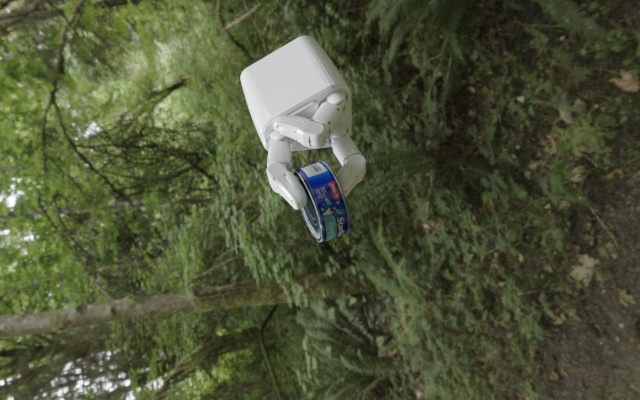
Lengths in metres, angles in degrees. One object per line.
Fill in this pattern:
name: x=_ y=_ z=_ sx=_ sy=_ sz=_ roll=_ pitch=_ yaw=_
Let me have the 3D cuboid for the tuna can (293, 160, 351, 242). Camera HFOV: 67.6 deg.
tuna can: x=0.000 y=0.002 z=0.523 sx=0.034 sy=0.086 sz=0.086 roll=-20 pitch=5 yaw=-13
